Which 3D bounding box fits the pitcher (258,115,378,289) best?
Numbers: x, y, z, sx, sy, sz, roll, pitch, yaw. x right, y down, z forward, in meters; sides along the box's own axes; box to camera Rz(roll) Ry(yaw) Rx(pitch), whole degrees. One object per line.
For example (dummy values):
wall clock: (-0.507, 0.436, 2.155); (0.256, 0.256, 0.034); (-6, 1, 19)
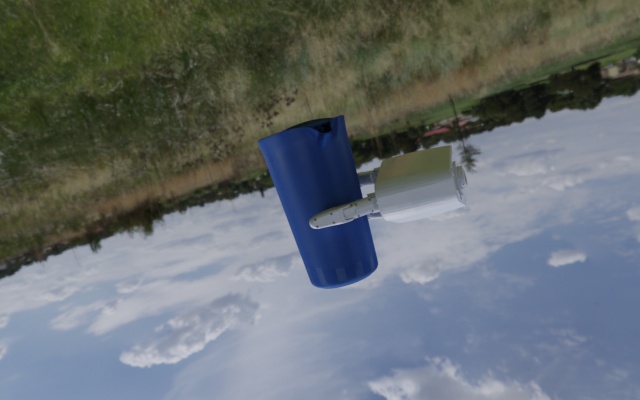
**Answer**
pitcher: (0.000, 0.002, 0.727); (0.145, 0.243, 0.149); (-15, 6, 20)
